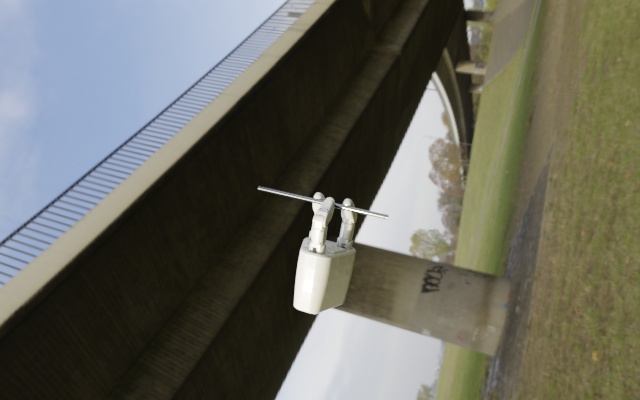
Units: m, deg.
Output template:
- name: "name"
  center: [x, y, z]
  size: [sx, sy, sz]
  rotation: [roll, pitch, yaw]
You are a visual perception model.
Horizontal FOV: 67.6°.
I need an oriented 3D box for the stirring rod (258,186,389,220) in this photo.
- name: "stirring rod"
  center: [0.000, 0.003, 0.829]
  size: [0.239, 0.011, 0.011]
  rotation: [13, 4, 18]
